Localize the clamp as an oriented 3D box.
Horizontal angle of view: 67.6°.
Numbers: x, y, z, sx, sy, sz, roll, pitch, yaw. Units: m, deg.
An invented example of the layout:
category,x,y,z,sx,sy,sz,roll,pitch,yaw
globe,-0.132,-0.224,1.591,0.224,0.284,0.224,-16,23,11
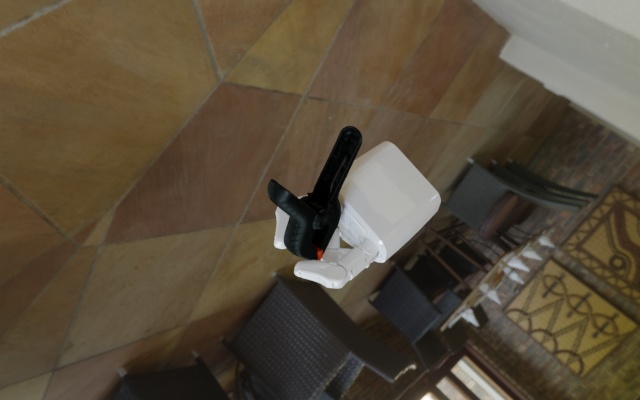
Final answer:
category,x,y,z,sx,sy,sz,roll,pitch,yaw
clamp,0.000,0.002,0.508,0.120,0.039,0.172,-37,-26,-21
